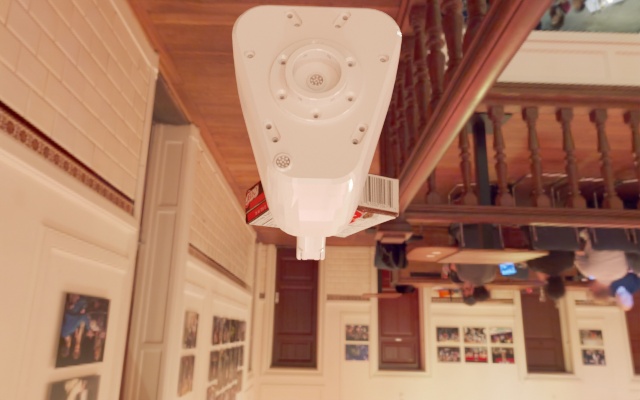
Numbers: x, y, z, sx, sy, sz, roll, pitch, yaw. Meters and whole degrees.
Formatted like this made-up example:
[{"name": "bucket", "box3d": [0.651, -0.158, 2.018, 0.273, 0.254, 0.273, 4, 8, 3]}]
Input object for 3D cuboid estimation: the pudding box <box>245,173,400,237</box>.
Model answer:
[{"name": "pudding box", "box3d": [0.000, 0.002, 0.427, 0.113, 0.039, 0.090, 11, -21, -28]}]
